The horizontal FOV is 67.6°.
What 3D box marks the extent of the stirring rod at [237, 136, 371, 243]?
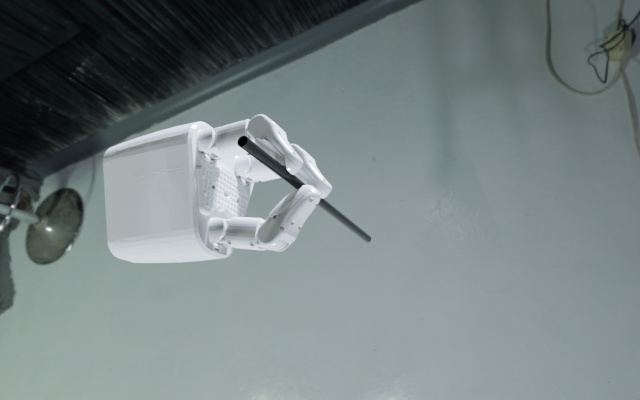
[{"bbox_3d":[0.000,0.001,0.412,0.011,0.011,0.240,0,-19,27],"label":"stirring rod"}]
